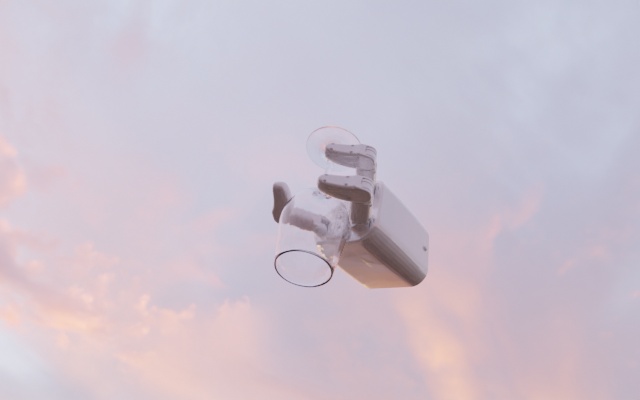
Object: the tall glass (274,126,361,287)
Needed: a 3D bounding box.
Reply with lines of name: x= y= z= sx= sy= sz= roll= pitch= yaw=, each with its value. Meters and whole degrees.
tall glass: x=0.000 y=0.001 z=0.556 sx=0.079 sy=0.079 sz=0.201 roll=0 pitch=44 yaw=15
